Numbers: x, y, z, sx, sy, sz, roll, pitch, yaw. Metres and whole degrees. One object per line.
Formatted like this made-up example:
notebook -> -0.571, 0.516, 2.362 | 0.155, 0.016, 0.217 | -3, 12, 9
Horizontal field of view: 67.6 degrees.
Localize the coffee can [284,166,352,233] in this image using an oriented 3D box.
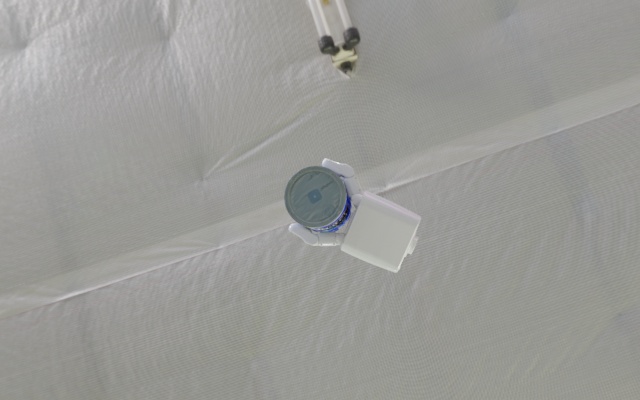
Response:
coffee can -> 0.000, 0.003, 0.845 | 0.103, 0.103, 0.140 | 0, -8, 8
